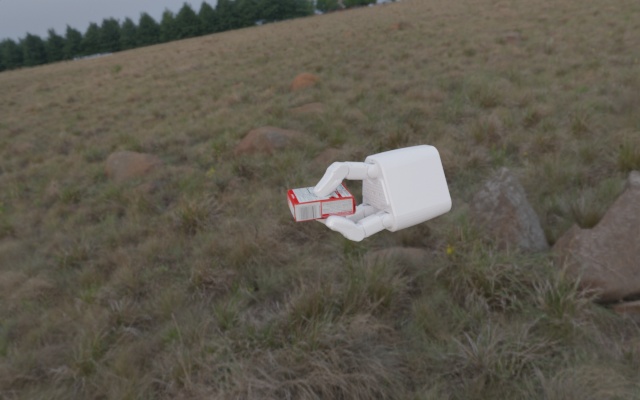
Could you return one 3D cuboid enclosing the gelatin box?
[{"bbox_3d":[0.000,0.002,0.701,0.089,0.030,0.073,-7,19,-10],"label":"gelatin box"}]
